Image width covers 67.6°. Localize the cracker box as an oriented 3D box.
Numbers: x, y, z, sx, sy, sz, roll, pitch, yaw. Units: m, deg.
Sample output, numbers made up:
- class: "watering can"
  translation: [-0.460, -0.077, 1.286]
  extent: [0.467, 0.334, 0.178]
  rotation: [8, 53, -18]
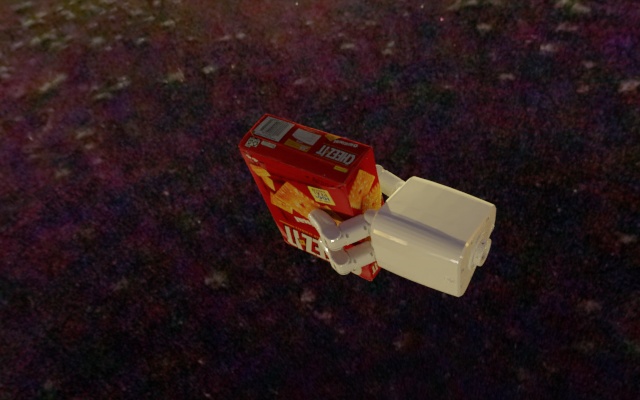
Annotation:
- class: "cracker box"
  translation: [0.000, 0.002, 0.634]
  extent: [0.164, 0.072, 0.214]
  rotation: [22, -30, 30]
